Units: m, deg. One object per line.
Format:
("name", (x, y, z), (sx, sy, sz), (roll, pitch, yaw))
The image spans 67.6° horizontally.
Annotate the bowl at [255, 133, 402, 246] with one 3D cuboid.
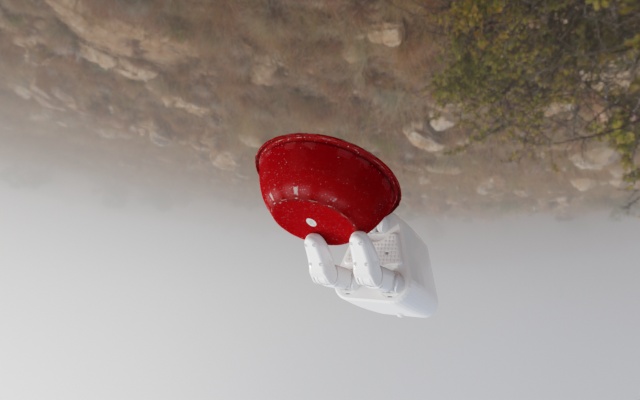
("bowl", (-0.001, 0.001, 0.500), (0.162, 0.055, 0.162), (14, -30, 8))
